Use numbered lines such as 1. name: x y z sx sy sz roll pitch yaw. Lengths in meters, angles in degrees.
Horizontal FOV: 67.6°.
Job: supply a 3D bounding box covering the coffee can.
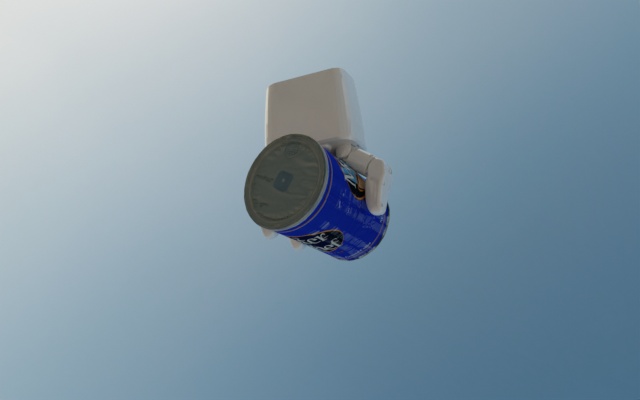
1. coffee can: 0.000 0.002 0.528 0.103 0.102 0.140 0 -19 35
